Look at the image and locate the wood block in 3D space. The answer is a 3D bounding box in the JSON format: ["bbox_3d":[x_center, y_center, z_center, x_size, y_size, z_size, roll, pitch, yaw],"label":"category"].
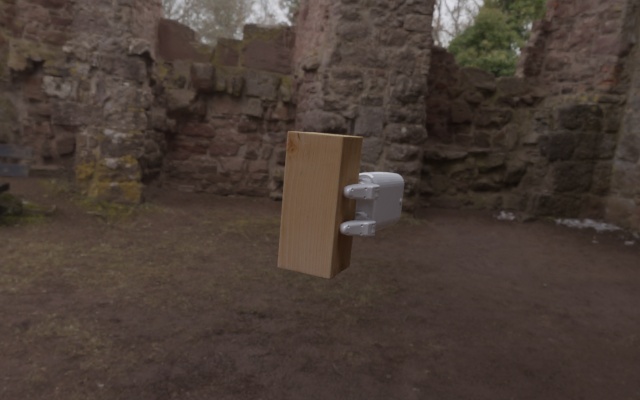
[{"bbox_3d":[0.000,0.002,0.729,0.091,0.206,0.090,9,10,22],"label":"wood block"}]
